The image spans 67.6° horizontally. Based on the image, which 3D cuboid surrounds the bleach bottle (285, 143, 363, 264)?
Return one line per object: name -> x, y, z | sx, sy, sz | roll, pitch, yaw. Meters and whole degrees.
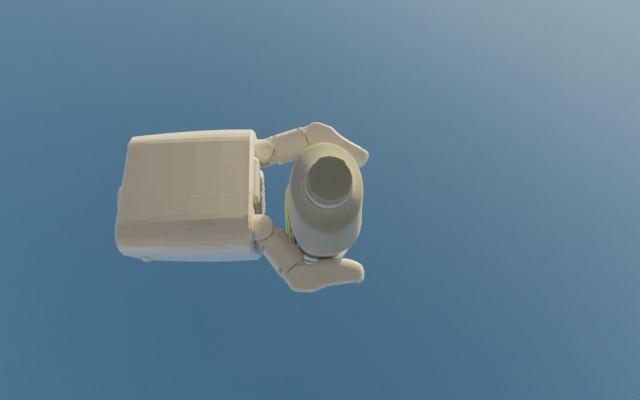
bleach bottle -> 0.000, 0.001, 0.416 | 0.068, 0.102, 0.251 | -3, -11, -3
